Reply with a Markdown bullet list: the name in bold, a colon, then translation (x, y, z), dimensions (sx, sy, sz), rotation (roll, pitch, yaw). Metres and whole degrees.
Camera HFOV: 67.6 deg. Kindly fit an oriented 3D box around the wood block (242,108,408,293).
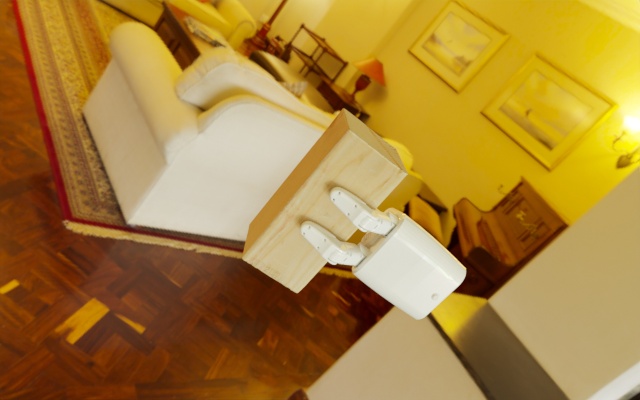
- **wood block**: translation (0.000, 0.002, 0.595), dimensions (0.090, 0.206, 0.090), rotation (35, 20, -16)
